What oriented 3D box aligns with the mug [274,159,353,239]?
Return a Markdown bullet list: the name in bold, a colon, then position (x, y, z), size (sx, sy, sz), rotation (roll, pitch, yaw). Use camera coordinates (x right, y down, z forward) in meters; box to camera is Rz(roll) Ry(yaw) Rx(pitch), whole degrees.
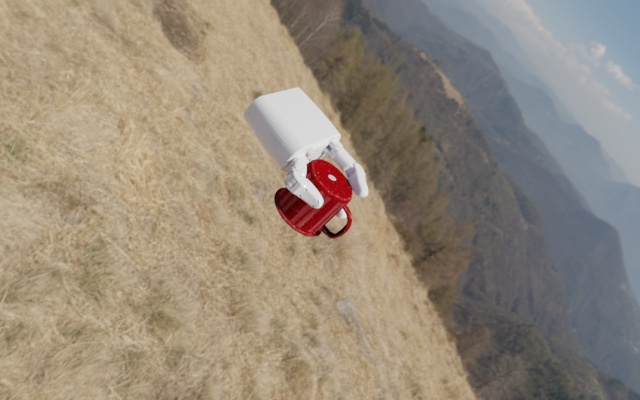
- **mug**: position (0.001, 0.003, 0.701), size (0.081, 0.117, 0.093), rotation (-44, -11, 28)
